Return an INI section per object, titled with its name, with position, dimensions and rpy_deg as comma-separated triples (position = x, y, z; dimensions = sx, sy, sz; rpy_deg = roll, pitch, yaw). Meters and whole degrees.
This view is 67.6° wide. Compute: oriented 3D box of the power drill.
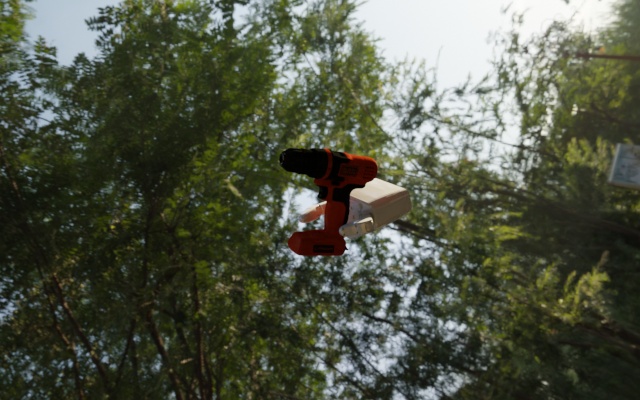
[power drill]
position = 0.000, 0.003, 0.827
dimensions = 0.184, 0.188, 0.057
rpy_deg = 5, 20, -28
